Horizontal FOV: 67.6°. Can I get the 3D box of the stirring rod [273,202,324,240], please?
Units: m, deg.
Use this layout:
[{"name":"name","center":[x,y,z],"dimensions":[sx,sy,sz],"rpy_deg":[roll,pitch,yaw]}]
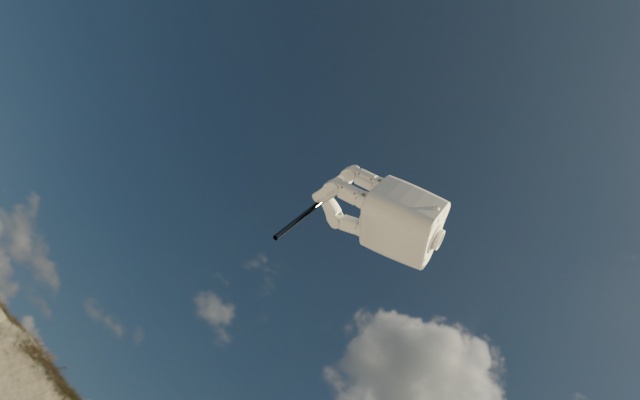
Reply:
[{"name":"stirring rod","center":[0.000,0.003,0.755],"dimensions":[0.011,0.011,0.239],"rpy_deg":[0,24,35]}]
